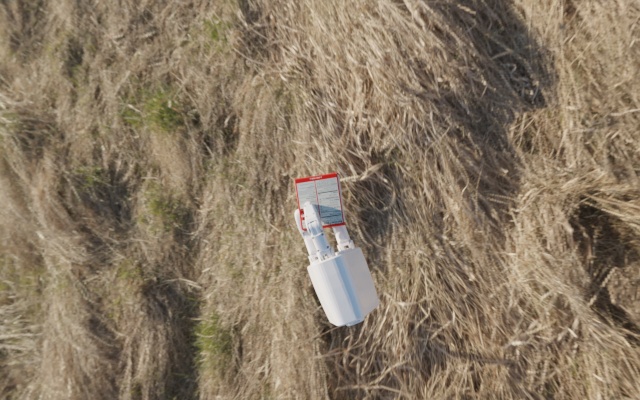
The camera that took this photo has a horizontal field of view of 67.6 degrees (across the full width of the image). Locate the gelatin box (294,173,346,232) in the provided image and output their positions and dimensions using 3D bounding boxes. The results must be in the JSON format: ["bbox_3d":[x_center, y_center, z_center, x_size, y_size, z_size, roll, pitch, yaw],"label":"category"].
[{"bbox_3d":[0.000,0.002,0.798,0.073,0.089,0.030,-9,-2,9],"label":"gelatin box"}]
